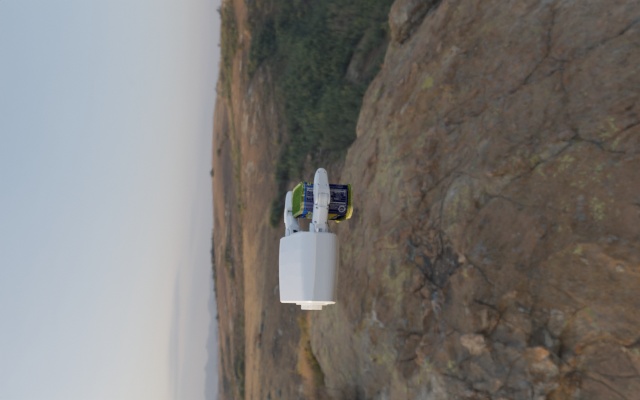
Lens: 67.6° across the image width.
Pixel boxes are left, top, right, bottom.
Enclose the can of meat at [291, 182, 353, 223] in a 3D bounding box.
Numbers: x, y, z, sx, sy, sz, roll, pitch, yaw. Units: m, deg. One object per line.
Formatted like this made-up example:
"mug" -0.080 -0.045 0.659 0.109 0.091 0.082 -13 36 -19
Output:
"can of meat" 0.000 0.002 0.794 0.084 0.057 0.102 4 -9 -12
